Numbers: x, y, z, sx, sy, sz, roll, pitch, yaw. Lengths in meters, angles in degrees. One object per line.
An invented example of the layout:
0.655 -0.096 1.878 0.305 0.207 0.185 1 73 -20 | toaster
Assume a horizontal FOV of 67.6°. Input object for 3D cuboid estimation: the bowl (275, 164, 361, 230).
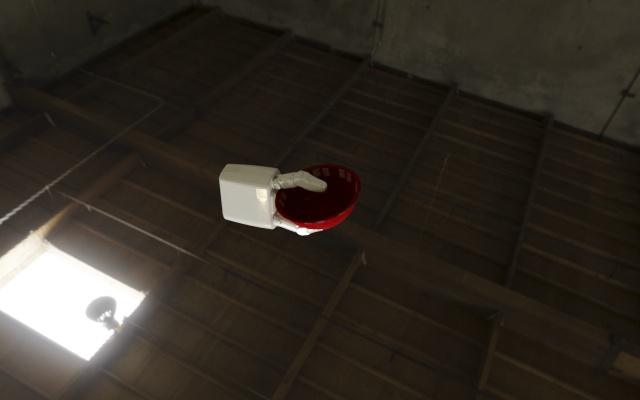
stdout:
0.001 0.003 0.882 0.162 0.055 0.162 -11 40 9 | bowl
